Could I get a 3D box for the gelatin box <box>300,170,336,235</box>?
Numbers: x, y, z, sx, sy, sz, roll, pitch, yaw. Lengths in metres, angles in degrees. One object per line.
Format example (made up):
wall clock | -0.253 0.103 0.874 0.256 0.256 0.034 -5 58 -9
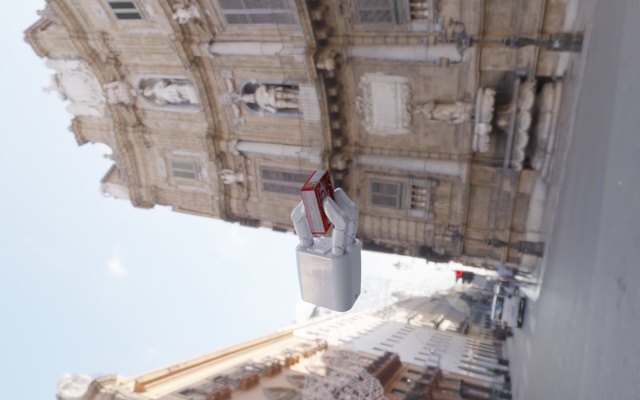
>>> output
gelatin box | 0.000 0.002 0.818 0.030 0.089 0.073 -3 28 23
